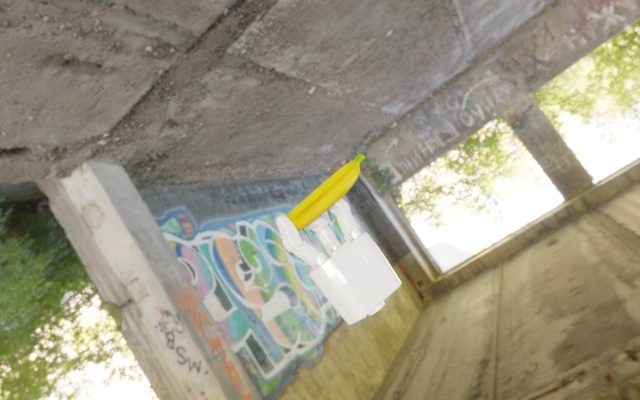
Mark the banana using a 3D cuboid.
[{"bbox_3d":[-0.003,0.004,0.763,0.198,0.037,0.069,-41,-3,19],"label":"banana"}]
